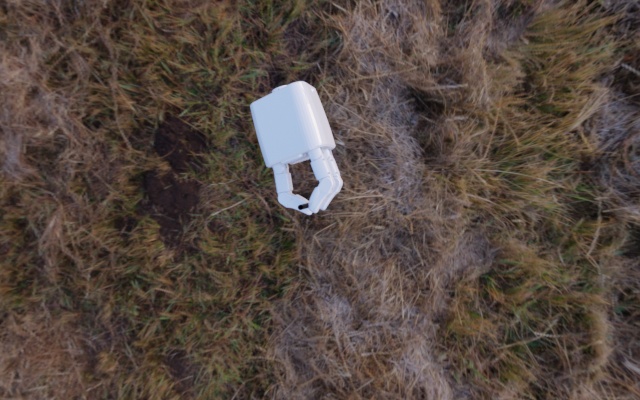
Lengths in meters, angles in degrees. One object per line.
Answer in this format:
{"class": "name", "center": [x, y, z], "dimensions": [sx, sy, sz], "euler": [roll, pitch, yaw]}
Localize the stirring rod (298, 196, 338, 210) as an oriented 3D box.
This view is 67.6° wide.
{"class": "stirring rod", "center": [0.000, 0.003, 0.818], "dimensions": [0.011, 0.011, 0.239], "euler": [0, 4, 14]}
